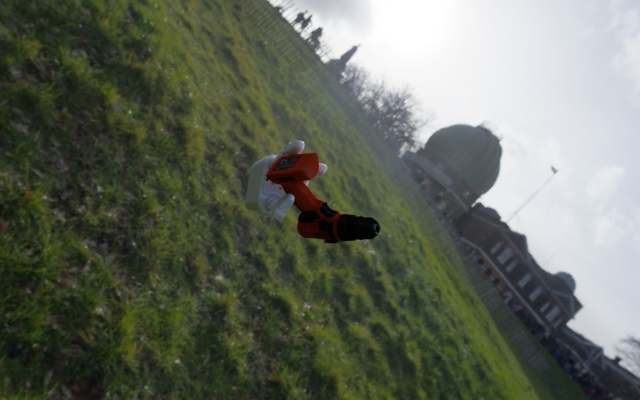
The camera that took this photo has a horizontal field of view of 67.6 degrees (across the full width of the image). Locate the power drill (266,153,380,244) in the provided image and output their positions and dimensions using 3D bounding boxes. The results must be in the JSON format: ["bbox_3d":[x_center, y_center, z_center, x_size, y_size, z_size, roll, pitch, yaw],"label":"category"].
[{"bbox_3d":[0.000,0.002,0.862,0.184,0.188,0.057,-3,40,40],"label":"power drill"}]
